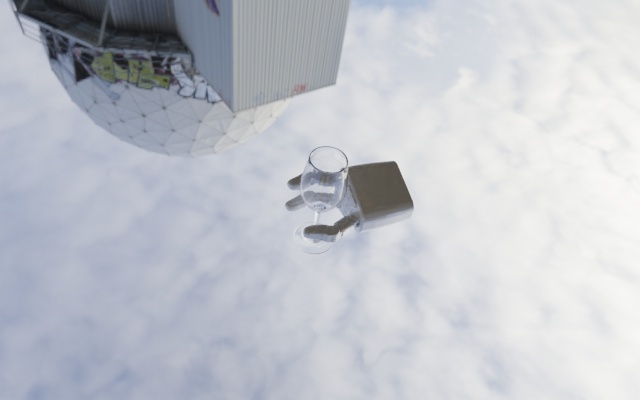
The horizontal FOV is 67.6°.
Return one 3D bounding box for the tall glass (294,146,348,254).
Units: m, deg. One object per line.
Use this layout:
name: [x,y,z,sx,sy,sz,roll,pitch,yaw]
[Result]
tall glass: [0.000,0.003,0.808,0.079,0.079,0.201,0,-42,-10]
